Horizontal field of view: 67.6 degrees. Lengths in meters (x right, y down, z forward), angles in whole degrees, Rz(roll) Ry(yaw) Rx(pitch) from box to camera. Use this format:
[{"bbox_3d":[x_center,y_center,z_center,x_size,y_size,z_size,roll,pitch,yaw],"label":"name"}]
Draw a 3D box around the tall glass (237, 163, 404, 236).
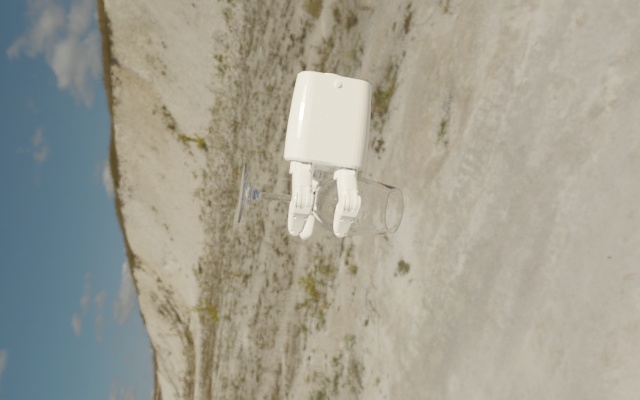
[{"bbox_3d":[-0.001,0.002,0.603,0.201,0.079,0.079,7,-2,-12],"label":"tall glass"}]
